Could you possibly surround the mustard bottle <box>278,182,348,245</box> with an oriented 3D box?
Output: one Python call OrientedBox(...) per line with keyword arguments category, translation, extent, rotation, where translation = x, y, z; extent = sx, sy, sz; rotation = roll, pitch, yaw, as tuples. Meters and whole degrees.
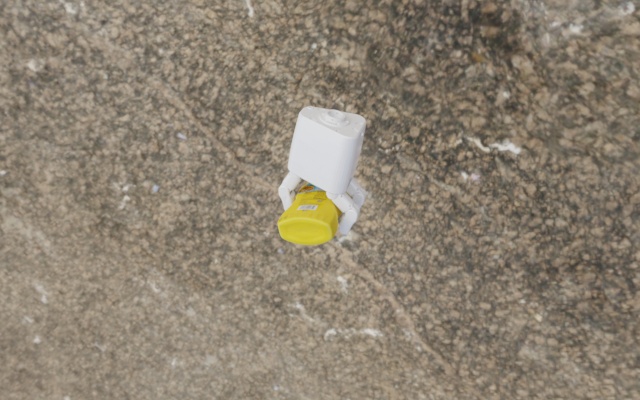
OrientedBox(category="mustard bottle", translation=(0.000, 0.003, 0.852), extent=(0.096, 0.058, 0.191), rotation=(-1, 30, 20))
